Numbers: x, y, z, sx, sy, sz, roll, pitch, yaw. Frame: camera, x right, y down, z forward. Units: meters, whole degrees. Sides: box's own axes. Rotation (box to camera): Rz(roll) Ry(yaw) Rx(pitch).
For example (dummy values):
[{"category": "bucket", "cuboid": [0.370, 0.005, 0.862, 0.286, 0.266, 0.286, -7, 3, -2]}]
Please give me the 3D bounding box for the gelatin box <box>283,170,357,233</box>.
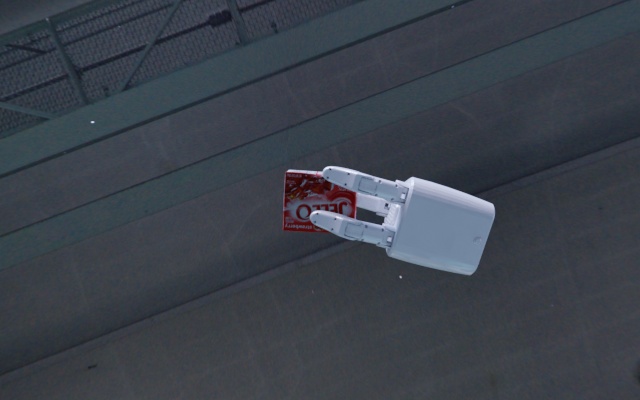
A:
[{"category": "gelatin box", "cuboid": [0.000, 0.002, 0.586, 0.089, 0.073, 0.030, 3, 8, 4]}]
